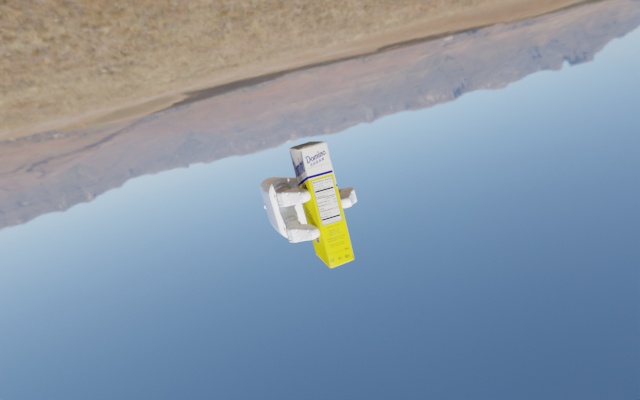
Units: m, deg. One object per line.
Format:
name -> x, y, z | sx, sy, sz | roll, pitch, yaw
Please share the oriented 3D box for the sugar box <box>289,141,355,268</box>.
sugar box -> 0.000, 0.003, 0.704 | 0.048, 0.176, 0.093 | -19, 10, -12
